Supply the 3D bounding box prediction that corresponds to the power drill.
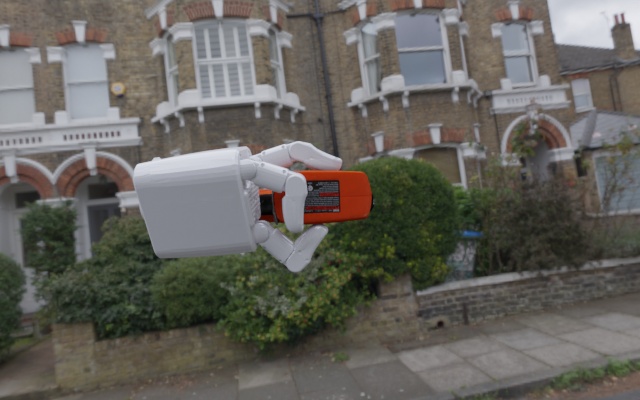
[{"bbox_3d":[0.000,0.002,0.594,0.184,0.057,0.187,-4,-4,-12],"label":"power drill"}]
